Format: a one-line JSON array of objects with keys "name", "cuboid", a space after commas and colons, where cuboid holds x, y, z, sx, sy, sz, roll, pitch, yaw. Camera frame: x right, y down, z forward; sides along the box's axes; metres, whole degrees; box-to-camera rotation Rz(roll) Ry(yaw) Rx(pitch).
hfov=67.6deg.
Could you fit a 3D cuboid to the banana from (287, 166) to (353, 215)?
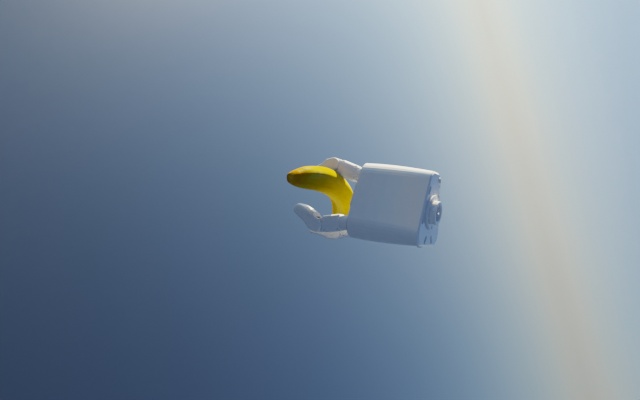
[{"name": "banana", "cuboid": [0.013, -0.011, 0.730, 0.037, 0.069, 0.198, 33, -10, 32]}]
